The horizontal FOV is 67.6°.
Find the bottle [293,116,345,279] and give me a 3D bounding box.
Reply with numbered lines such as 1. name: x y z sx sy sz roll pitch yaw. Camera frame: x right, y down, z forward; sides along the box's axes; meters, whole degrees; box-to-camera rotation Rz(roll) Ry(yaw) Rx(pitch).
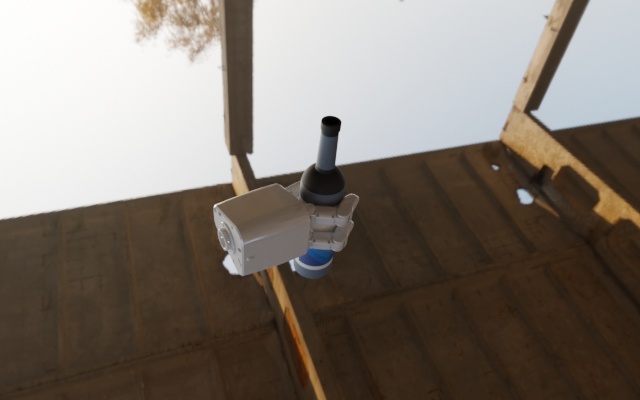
1. bottle: 0.000 0.003 0.730 0.069 0.296 0.069 4 43 -4
